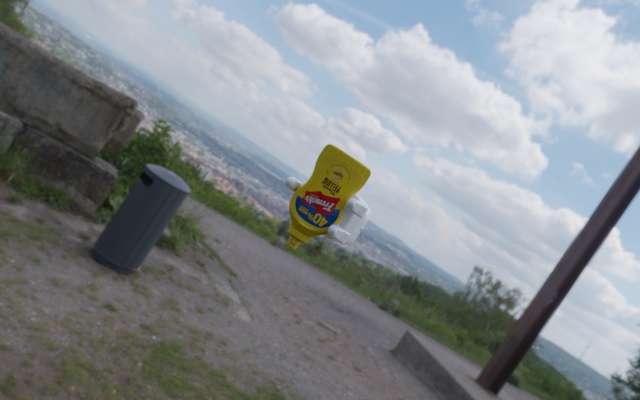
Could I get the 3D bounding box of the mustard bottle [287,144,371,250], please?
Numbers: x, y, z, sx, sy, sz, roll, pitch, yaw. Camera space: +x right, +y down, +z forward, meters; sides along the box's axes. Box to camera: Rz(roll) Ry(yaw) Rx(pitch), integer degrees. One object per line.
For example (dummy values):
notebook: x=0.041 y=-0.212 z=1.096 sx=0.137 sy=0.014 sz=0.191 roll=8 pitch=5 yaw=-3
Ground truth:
mustard bottle: x=0.000 y=0.003 z=0.845 sx=0.096 sy=0.191 sz=0.058 roll=34 pitch=0 yaw=0
